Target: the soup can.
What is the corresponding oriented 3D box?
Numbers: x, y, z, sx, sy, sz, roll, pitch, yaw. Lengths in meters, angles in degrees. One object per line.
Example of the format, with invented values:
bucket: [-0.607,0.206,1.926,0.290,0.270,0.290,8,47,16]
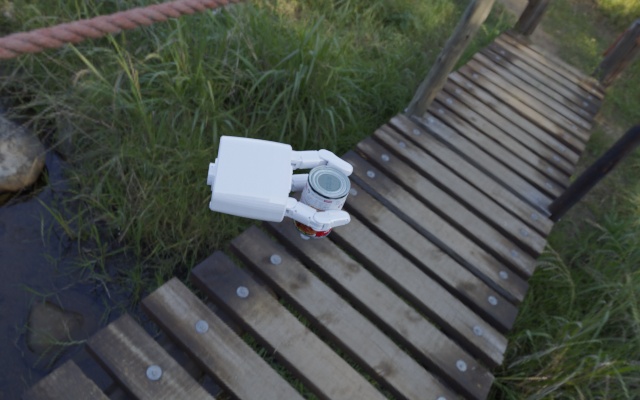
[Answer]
soup can: [0.001,0.002,0.742,0.068,0.068,0.102,0,-39,-20]
